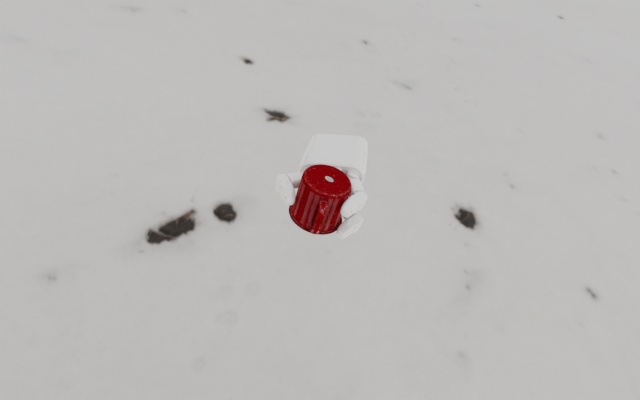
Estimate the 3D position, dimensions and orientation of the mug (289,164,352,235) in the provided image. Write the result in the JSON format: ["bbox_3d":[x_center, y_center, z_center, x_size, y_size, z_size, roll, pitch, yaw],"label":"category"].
[{"bbox_3d":[0.000,0.003,0.769,0.093,0.082,0.117,16,40,-3],"label":"mug"}]
